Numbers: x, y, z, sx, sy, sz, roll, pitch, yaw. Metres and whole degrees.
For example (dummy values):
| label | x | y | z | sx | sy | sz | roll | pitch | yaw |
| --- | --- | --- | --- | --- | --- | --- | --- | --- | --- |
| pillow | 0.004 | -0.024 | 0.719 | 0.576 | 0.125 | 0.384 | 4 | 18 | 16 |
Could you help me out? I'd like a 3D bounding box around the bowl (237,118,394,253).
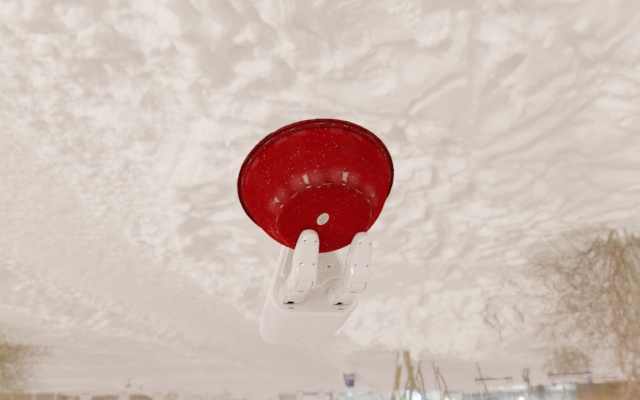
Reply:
| label | x | y | z | sx | sy | sz | roll | pitch | yaw |
| --- | --- | --- | --- | --- | --- | --- | --- | --- | --- |
| bowl | 0.000 | 0.001 | 0.468 | 0.162 | 0.162 | 0.055 | 0 | 41 | -11 |
